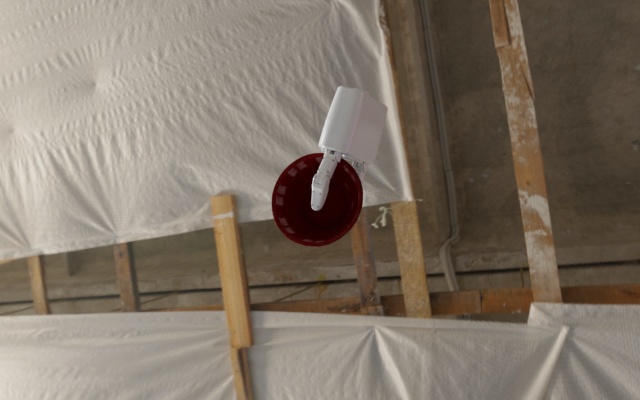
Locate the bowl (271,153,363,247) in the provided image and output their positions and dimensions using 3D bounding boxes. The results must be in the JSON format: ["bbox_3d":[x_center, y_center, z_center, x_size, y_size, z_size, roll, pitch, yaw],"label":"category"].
[{"bbox_3d":[0.000,0.004,0.818,0.162,0.162,0.055,0,-13,18],"label":"bowl"}]
